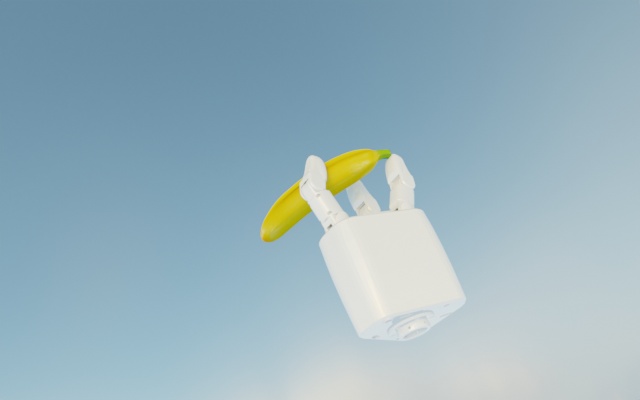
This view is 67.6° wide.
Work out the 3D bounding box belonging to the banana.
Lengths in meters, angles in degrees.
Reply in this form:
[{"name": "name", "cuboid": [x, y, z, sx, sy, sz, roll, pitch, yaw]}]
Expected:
[{"name": "banana", "cuboid": [-0.006, -0.005, 0.566, 0.198, 0.037, 0.070, -33, -29, 16]}]
